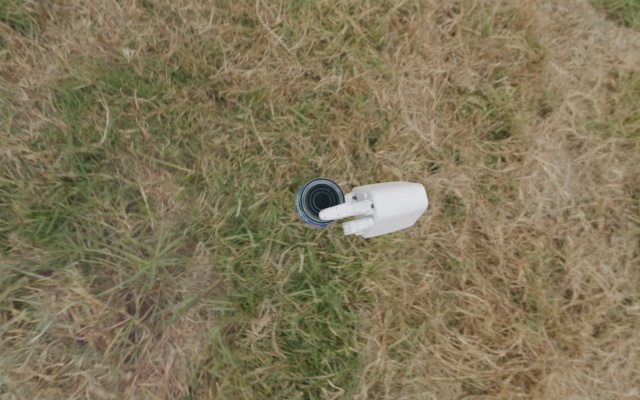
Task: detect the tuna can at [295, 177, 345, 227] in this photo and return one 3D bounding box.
[{"bbox_3d":[0.000,0.003,0.840,0.086,0.086,0.034,0,-8,-13],"label":"tuna can"}]
